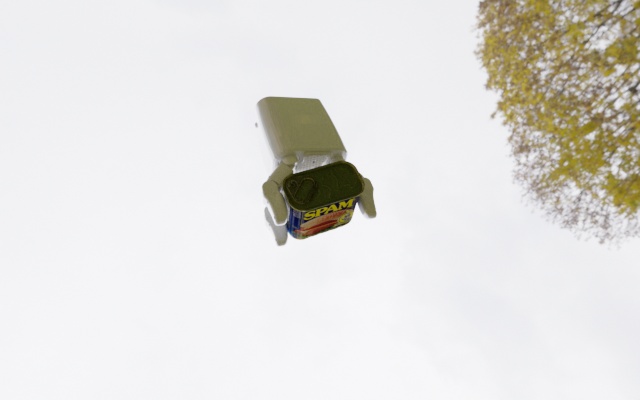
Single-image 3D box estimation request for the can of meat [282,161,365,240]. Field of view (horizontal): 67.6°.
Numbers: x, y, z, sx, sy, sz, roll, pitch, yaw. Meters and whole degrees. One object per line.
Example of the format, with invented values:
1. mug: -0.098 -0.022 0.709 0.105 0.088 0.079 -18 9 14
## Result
1. can of meat: 0.000 0.002 0.632 0.102 0.057 0.084 -17 -29 -16
